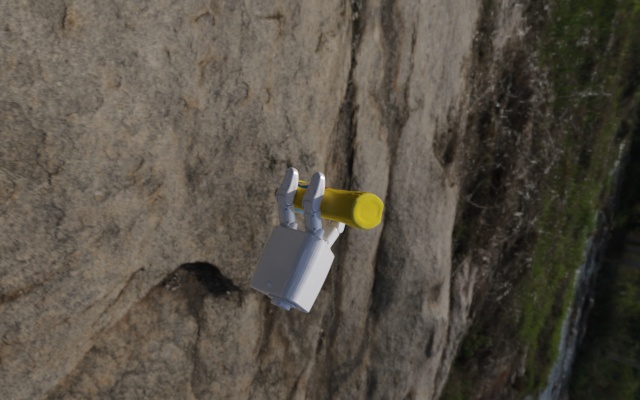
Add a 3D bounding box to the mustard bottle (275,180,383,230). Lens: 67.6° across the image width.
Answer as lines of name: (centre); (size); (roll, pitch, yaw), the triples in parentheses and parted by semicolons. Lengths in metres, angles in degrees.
mustard bottle: (0.000, 0.002, 0.788); (0.191, 0.058, 0.096); (11, 3, 36)
